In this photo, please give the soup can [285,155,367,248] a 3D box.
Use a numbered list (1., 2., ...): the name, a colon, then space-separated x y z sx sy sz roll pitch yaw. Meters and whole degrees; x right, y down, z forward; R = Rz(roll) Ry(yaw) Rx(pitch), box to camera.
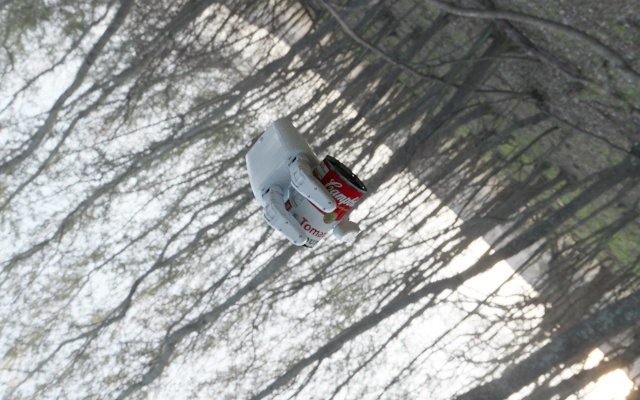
1. soup can: 0.000 0.003 0.604 0.068 0.102 0.068 39 15 -13
